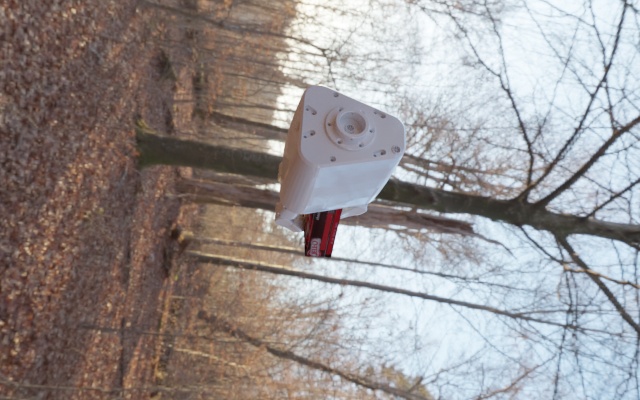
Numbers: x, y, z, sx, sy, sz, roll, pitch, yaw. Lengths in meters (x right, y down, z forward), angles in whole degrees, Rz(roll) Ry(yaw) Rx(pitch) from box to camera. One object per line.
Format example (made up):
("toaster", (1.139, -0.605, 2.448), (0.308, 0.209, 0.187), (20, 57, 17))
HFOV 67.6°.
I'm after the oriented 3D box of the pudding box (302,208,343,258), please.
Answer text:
("pudding box", (0.000, 0.002, 0.599), (0.039, 0.090, 0.113), (7, 37, -8))
